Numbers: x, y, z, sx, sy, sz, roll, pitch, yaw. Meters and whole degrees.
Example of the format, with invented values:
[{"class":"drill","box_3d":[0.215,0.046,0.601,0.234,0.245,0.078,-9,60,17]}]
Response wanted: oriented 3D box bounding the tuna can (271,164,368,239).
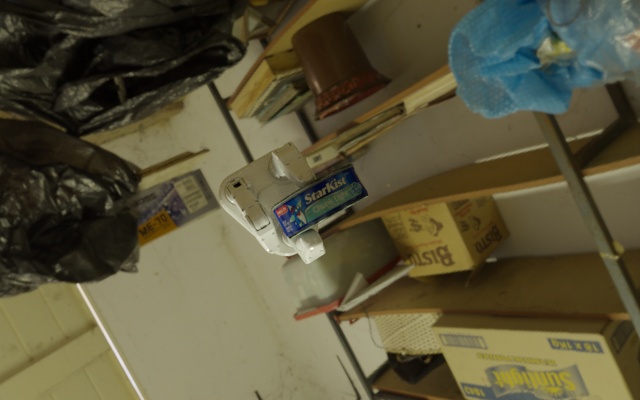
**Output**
[{"class":"tuna can","box_3d":[0.000,0.002,0.439,0.086,0.034,0.086,-29,-3,-1]}]
